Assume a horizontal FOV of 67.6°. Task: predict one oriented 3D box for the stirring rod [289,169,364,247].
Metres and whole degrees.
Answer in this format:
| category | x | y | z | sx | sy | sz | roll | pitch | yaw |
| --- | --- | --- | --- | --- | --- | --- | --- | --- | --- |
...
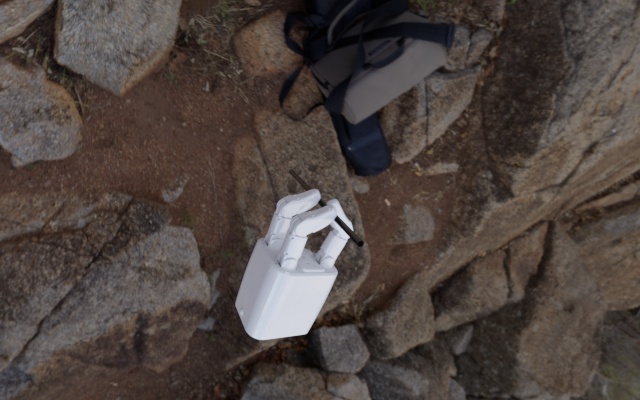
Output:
| category | x | y | z | sx | sy | sz | roll | pitch | yaw |
| --- | --- | --- | --- | --- | --- | --- | --- | --- | --- |
| stirring rod | 0.000 | 0.002 | 0.645 | 0.011 | 0.011 | 0.239 | 0 | 23 | -25 |
